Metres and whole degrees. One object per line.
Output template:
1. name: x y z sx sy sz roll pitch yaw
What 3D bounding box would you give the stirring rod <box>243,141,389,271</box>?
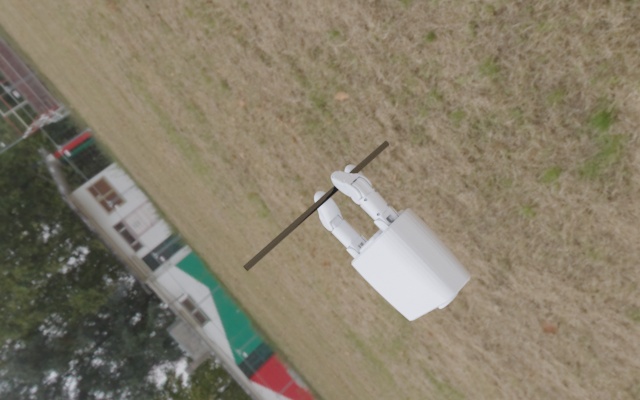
1. stirring rod: 0.000 0.002 0.581 0.239 0.011 0.011 -42 15 -17
